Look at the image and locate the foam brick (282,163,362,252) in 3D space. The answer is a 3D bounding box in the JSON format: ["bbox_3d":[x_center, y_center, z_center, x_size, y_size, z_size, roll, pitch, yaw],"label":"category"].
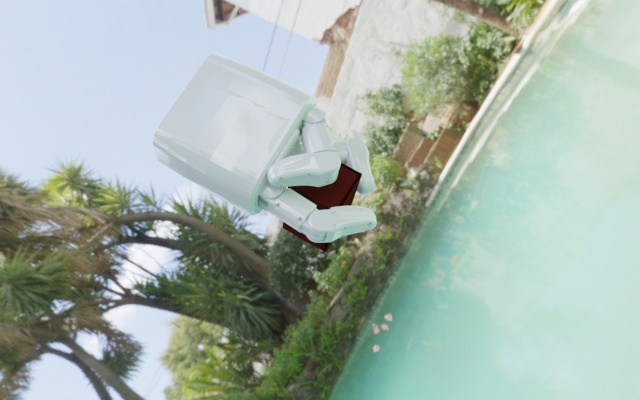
[{"bbox_3d":[0.000,0.002,0.456,0.051,0.053,0.078,27,-32,9],"label":"foam brick"}]
